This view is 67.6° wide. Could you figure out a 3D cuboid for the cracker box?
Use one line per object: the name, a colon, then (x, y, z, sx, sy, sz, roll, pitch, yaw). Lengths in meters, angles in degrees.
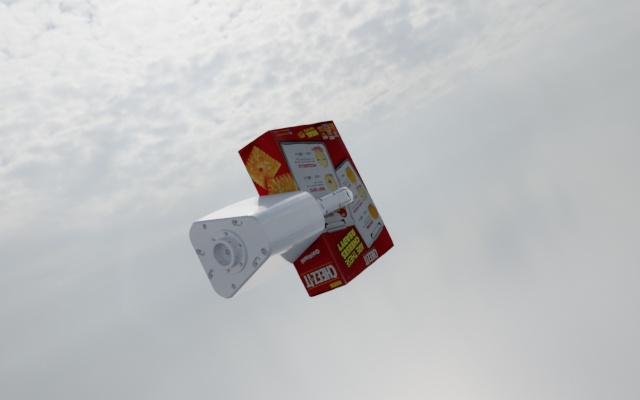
cracker box: (0.000, 0.002, 0.664, 0.072, 0.213, 0.164, -27, -2, 33)
